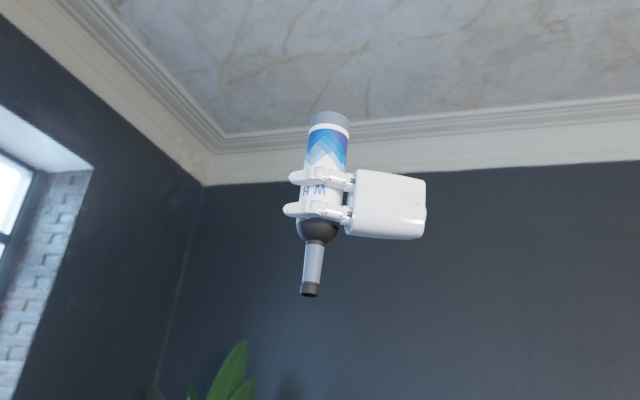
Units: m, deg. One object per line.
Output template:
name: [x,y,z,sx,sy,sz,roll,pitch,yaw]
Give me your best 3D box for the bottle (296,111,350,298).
bottle: [0.000,0.002,0.742,0.069,0.295,0.069,6,-24,3]
